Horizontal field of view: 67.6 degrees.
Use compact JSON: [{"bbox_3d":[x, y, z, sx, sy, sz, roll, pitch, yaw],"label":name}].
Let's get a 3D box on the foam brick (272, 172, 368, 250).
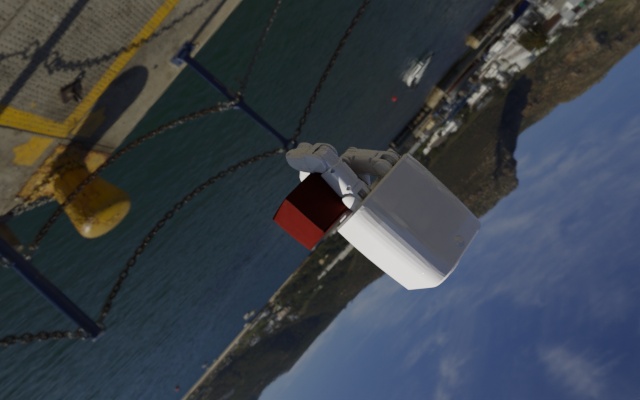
[{"bbox_3d":[0.000,0.002,0.482,0.078,0.051,0.053,-46,-3,-30],"label":"foam brick"}]
